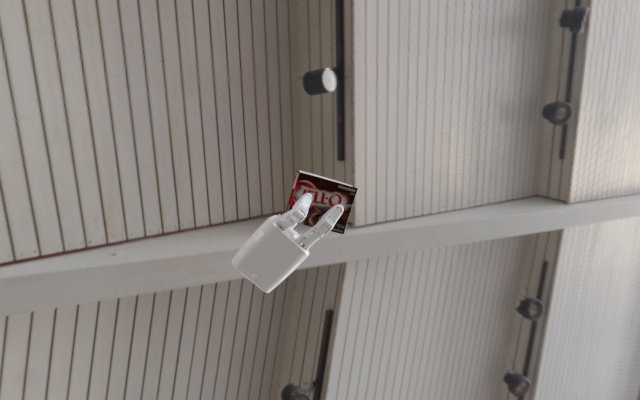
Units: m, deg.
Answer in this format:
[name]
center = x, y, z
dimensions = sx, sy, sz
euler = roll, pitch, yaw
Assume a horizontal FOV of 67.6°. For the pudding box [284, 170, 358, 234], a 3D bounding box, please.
[pudding box]
center = 0.000, 0.003, 0.861
dimensions = 0.113, 0.090, 0.039
euler = 14, 10, -14
